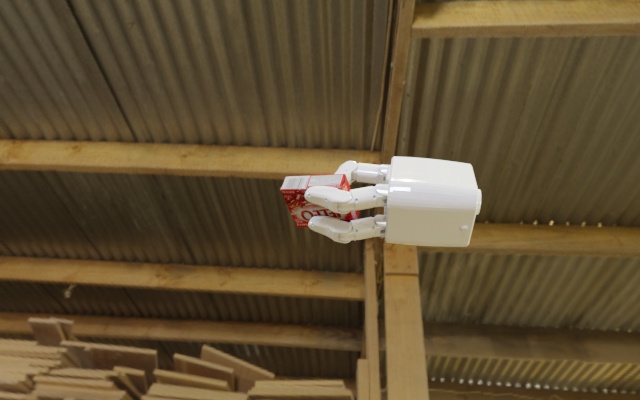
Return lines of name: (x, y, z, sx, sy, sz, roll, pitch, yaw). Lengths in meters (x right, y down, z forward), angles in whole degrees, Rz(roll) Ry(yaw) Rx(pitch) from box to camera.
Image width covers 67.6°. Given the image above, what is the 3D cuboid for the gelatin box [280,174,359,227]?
gelatin box: (0.000, 0.002, 0.636, 0.089, 0.073, 0.030, -1, 44, 22)
